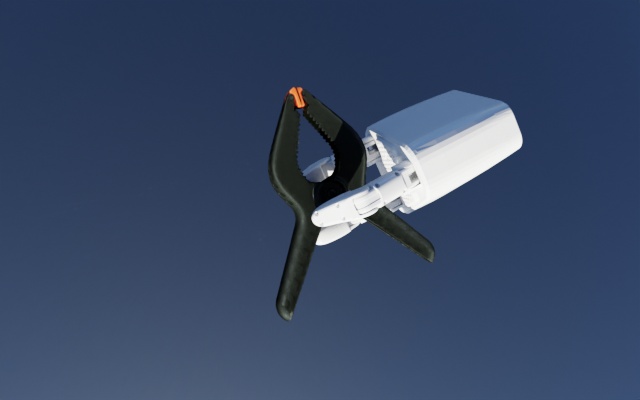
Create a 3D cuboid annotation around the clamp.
[{"bbox_3d":[0.000,0.001,0.448,0.164,0.210,0.036,-27,9,-10],"label":"clamp"}]
